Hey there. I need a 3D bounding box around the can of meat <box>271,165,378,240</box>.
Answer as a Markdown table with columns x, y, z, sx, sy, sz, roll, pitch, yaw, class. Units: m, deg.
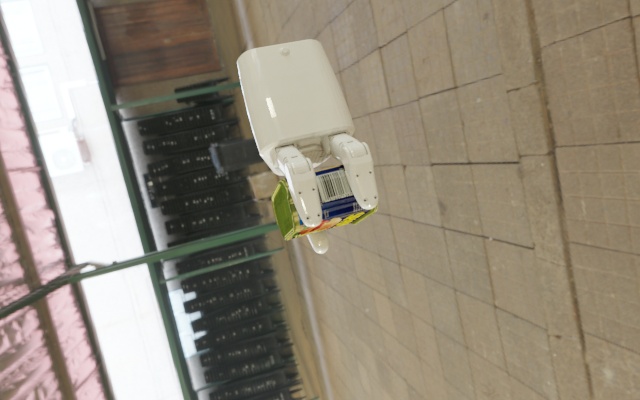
| x | y | z | sx | sy | sz | roll | pitch | yaw | class |
| --- | --- | --- | --- | --- | --- | --- | --- | --- | --- |
| 0.000 | 0.002 | 0.484 | 0.084 | 0.057 | 0.102 | -14 | -9 | -15 | can of meat |
